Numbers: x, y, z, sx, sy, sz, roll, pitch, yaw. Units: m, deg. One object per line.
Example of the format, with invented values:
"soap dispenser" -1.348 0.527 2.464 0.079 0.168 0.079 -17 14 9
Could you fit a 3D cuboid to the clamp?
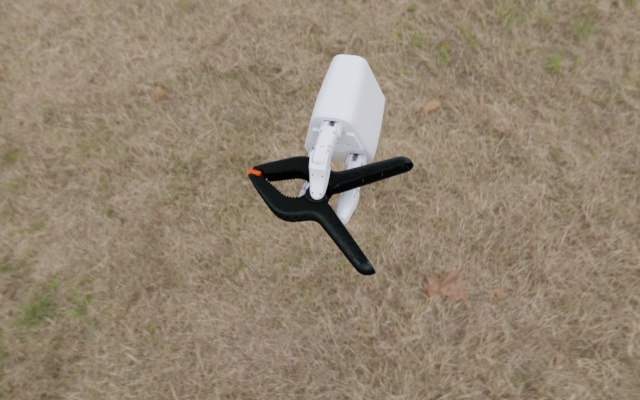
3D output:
"clamp" 0.000 0.001 0.606 0.210 0.164 0.036 10 -26 14
